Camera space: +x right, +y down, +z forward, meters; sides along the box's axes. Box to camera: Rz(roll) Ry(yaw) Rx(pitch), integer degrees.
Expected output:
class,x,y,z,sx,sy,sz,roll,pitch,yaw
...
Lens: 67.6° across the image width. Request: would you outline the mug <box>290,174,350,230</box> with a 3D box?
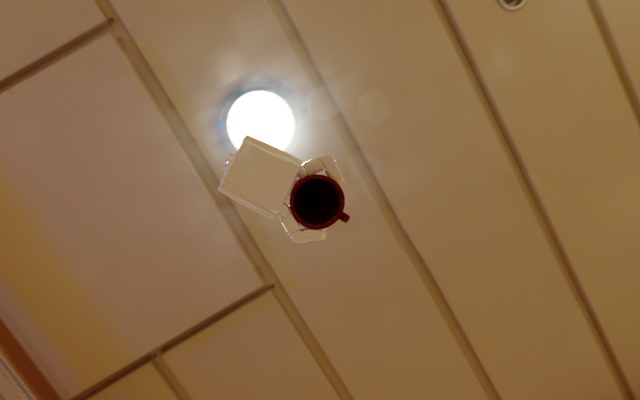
class,x,y,z,sx,sy,sz,roll,pitch,yaw
mug,0.001,0.003,0.834,0.117,0.093,0.081,28,4,-11
